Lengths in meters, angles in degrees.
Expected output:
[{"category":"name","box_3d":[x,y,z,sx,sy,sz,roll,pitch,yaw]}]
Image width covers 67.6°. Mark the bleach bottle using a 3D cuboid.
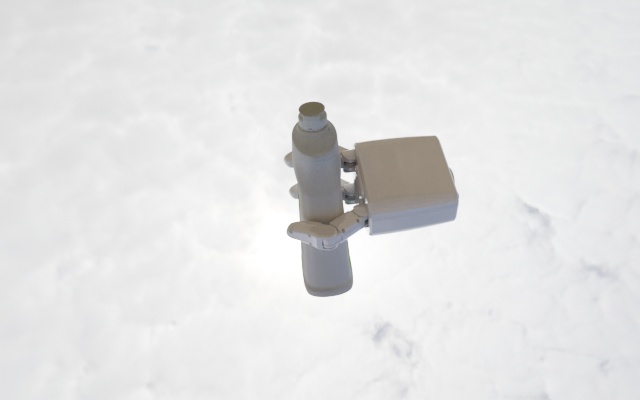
[{"category":"bleach bottle","box_3d":[0.000,0.002,0.574,0.068,0.251,0.102,-7,43,-2]}]
